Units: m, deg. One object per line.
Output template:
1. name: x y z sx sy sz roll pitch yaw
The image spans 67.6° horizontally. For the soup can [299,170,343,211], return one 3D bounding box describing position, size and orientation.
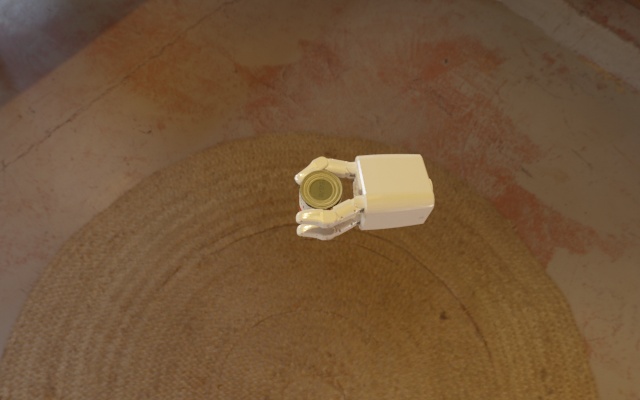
1. soup can: 0.000 0.002 0.761 0.068 0.068 0.102 0 -23 -2
